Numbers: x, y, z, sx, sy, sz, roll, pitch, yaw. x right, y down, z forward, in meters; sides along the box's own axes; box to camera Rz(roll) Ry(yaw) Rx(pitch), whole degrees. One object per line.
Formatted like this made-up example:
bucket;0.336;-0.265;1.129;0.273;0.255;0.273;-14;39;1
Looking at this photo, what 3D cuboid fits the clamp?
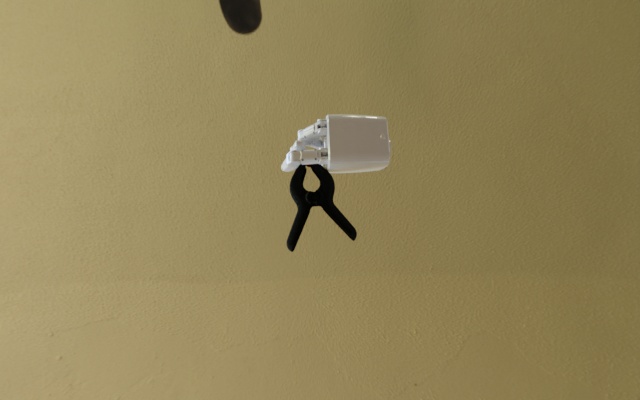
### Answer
clamp;0.000;0.003;0.831;0.120;0.171;0.039;0;-11;-6
